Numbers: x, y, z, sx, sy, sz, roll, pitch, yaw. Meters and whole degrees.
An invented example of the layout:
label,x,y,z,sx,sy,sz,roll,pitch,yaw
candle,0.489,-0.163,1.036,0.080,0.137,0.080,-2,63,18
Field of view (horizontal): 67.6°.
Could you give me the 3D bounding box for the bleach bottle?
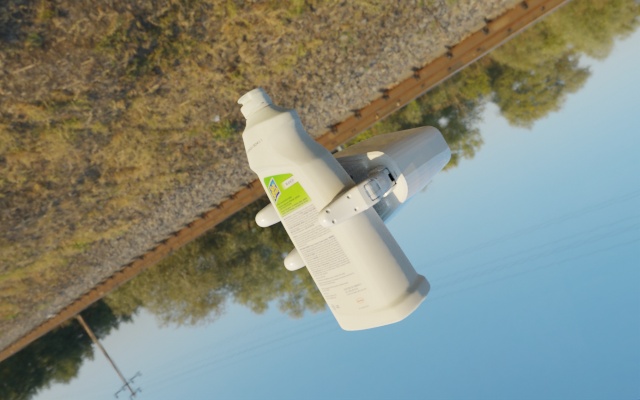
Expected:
label,x,y,z,sx,sy,sz,roll,pitch,yaw
bleach bottle,0.000,0.002,0.466,0.068,0.251,0.102,-32,3,-42
